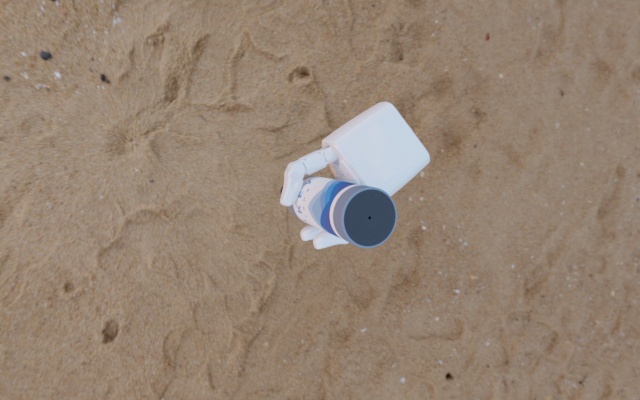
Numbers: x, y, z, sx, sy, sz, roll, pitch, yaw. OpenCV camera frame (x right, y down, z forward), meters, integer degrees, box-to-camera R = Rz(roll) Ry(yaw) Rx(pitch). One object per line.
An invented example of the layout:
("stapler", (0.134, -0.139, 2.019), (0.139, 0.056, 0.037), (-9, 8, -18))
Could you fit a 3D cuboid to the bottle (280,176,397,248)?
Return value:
("bottle", (0.000, 0.002, 0.646), (0.069, 0.069, 0.295), (0, 6, -21))
